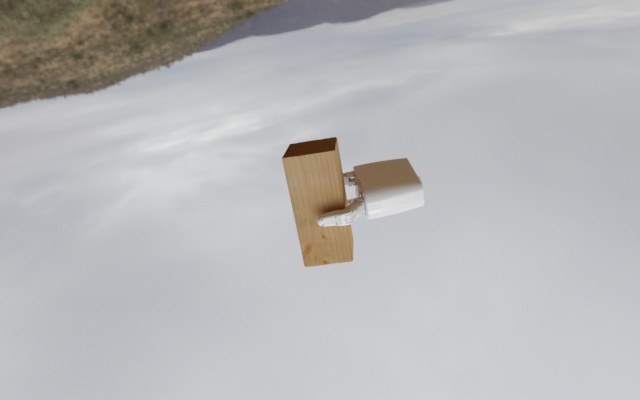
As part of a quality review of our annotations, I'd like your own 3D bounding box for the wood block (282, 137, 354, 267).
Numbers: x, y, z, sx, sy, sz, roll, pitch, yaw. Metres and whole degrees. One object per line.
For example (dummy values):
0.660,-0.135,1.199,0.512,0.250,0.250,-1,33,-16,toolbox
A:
0.001,0.003,0.849,0.090,0.206,0.090,-8,21,8,wood block
